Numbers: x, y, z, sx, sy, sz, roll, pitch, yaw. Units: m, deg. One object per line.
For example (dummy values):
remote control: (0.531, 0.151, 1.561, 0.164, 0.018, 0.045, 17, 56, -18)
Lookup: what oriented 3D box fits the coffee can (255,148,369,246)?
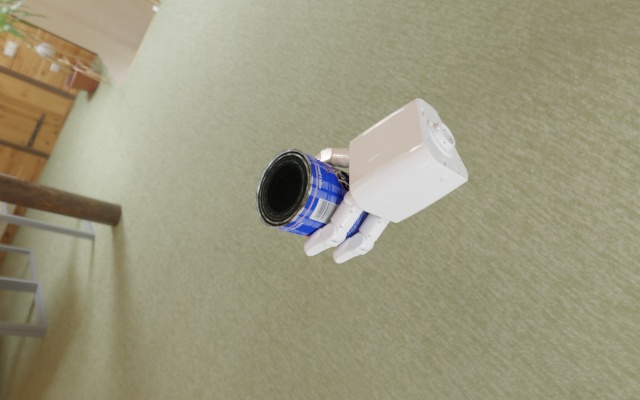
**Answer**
coffee can: (0.000, 0.002, 0.634, 0.103, 0.103, 0.140, 0, -15, 45)
